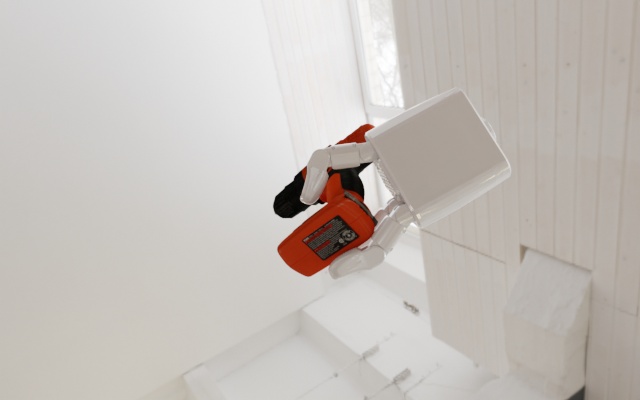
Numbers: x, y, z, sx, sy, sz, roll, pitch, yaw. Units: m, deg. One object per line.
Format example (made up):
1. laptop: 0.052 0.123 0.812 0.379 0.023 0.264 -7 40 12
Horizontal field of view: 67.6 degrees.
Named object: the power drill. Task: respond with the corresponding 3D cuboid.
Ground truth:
1. power drill: 0.000 0.002 0.570 0.184 0.057 0.187 -38 23 25
